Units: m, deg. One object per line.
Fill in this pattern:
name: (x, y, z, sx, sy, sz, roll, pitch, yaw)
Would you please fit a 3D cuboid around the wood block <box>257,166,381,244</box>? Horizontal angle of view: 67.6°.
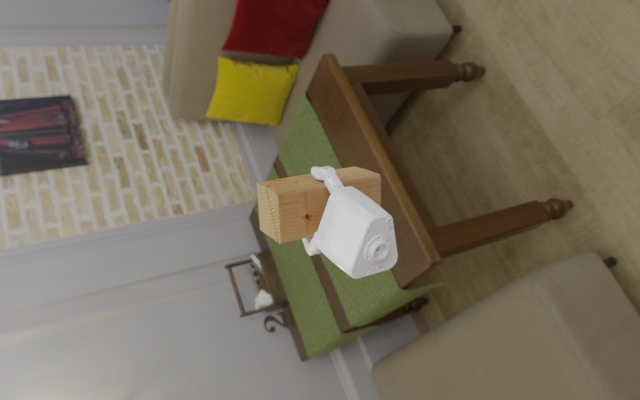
wood block: (0.000, 0.003, 0.860, 0.206, 0.091, 0.090, -11, 19, -28)
